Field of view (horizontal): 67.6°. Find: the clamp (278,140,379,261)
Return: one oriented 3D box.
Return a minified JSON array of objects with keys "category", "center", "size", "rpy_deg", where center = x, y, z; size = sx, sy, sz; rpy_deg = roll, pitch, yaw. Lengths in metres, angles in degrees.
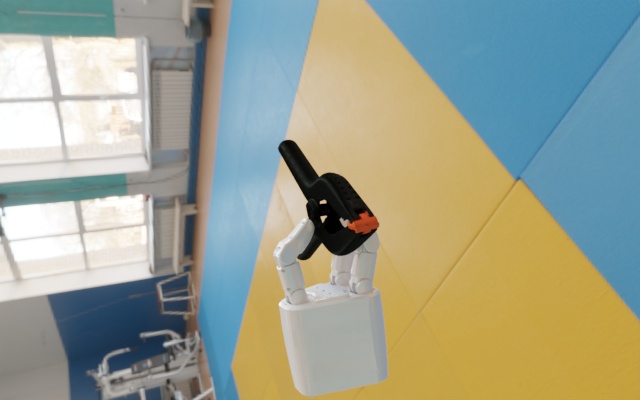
[{"category":"clamp","center":[0.000,0.002,0.563],"size":[0.036,0.164,0.210],"rpy_deg":[-14,6,-23]}]
